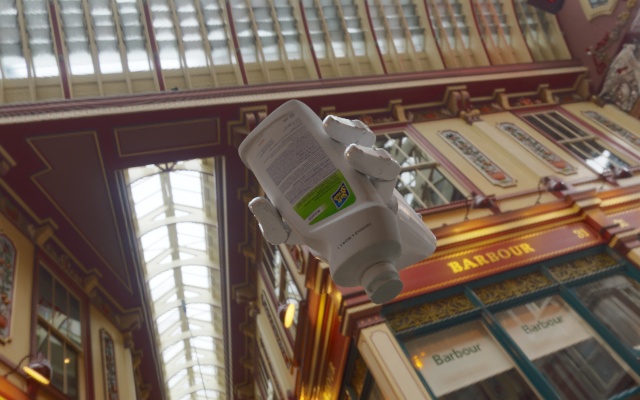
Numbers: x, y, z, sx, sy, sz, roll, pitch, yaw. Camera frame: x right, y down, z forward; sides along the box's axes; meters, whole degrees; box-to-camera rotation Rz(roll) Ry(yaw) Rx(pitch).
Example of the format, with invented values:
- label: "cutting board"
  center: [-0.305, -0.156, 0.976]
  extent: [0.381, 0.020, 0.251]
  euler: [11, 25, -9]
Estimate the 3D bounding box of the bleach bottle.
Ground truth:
- label: "bleach bottle"
  center: [0.000, 0.001, 0.467]
  extent: [0.068, 0.102, 0.250]
  euler: [37, 16, -44]
